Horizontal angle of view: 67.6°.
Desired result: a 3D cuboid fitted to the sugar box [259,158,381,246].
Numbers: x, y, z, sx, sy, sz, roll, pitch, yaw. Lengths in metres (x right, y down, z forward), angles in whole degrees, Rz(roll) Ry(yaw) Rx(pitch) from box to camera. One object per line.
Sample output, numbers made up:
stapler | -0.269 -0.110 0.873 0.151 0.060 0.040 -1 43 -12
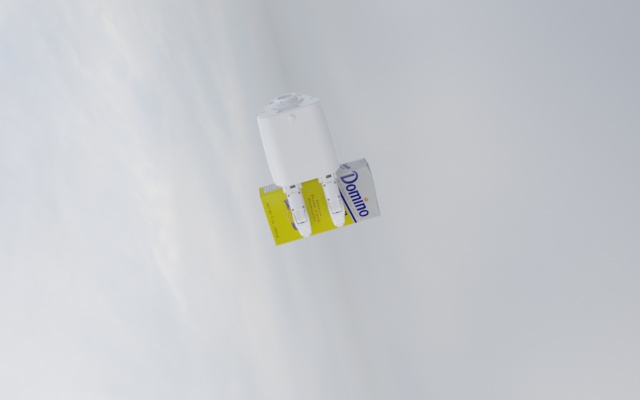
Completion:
sugar box | 0.000 0.003 0.760 0.176 0.093 0.048 -16 23 0
